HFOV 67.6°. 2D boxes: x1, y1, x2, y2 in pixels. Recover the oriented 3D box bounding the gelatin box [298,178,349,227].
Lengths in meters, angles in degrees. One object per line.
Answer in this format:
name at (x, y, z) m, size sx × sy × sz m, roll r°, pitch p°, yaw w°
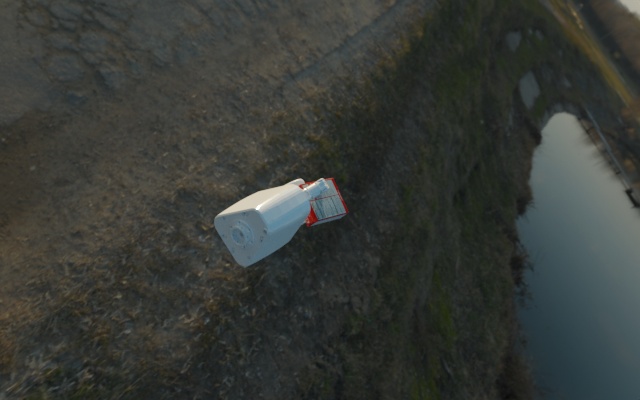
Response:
gelatin box at (0.001, 0.003, 0.859) m, size 0.089 × 0.073 × 0.030 m, roll -14°, pitch -15°, yaw -45°
